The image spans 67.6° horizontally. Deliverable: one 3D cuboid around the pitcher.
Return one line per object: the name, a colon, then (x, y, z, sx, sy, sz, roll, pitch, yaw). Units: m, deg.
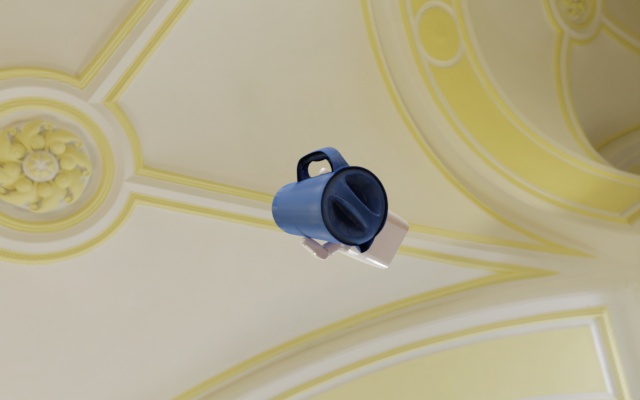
pitcher: (0.000, 0.003, 0.882, 0.145, 0.149, 0.243, 26, -14, -26)
